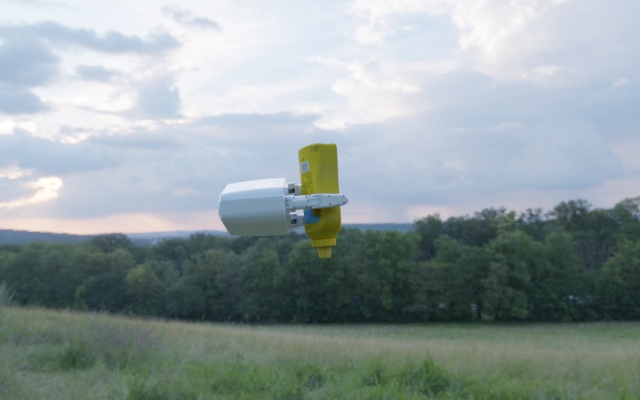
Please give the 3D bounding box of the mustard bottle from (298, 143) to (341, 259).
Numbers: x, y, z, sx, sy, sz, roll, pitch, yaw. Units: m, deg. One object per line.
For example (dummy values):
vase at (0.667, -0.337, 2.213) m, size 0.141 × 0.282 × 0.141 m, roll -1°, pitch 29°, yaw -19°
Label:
mustard bottle at (0.000, 0.002, 0.815) m, size 0.058 × 0.191 × 0.096 m, roll -3°, pitch -3°, yaw -26°
